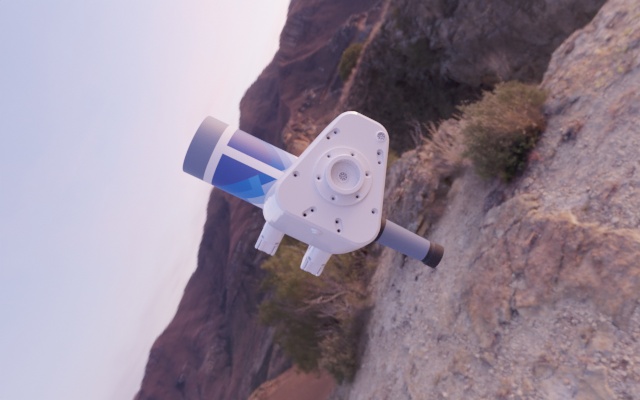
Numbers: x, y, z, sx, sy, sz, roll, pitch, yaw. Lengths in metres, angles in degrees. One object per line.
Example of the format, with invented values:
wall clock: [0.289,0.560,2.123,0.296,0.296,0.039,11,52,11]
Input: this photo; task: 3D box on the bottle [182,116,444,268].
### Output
bottle: [0.000,0.002,0.524,0.296,0.069,0.069,25,-3,-6]
